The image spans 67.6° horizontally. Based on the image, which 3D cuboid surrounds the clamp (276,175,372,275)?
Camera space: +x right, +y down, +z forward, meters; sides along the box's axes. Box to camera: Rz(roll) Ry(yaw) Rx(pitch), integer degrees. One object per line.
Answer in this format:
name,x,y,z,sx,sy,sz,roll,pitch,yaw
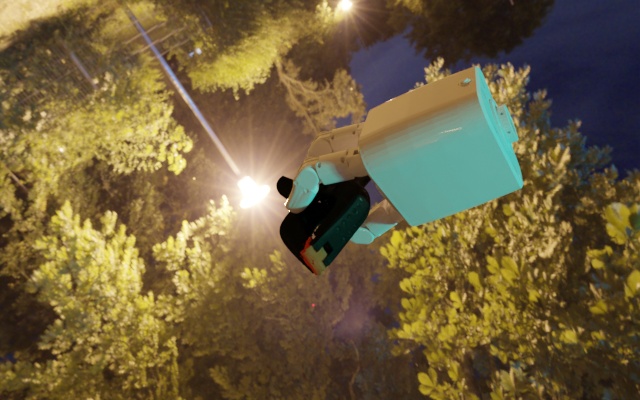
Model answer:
clamp,0.001,0.002,0.490,0.164,0.036,0.209,-21,25,27
